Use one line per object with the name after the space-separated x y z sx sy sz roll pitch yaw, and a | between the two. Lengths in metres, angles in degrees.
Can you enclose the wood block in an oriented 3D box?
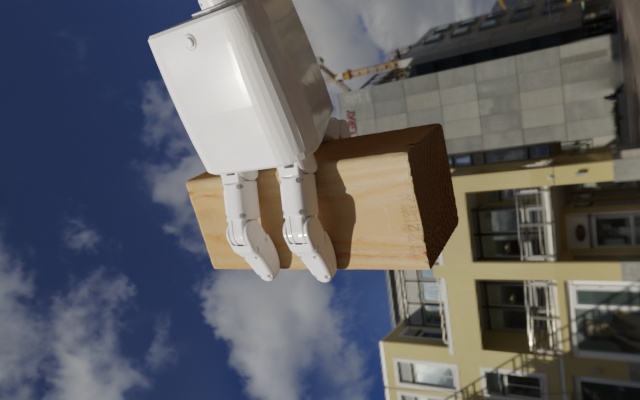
0.000 0.001 0.411 0.206 0.090 0.090 -5 19 32 | wood block
